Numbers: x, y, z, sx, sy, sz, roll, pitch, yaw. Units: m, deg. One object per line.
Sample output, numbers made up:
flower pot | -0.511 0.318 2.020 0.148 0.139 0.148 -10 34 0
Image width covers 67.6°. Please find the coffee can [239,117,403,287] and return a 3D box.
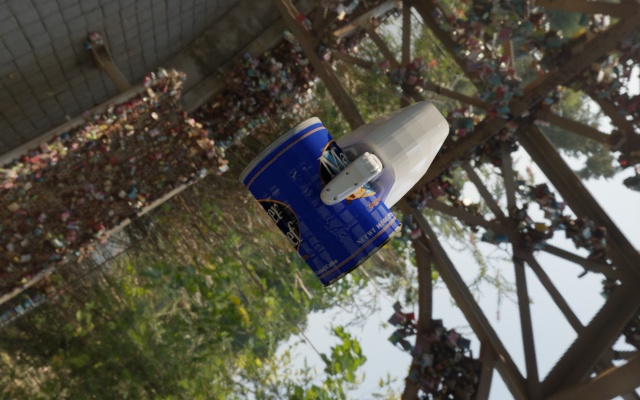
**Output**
coffee can | 0.000 0.002 0.488 0.103 0.140 0.103 -38 -2 -2
